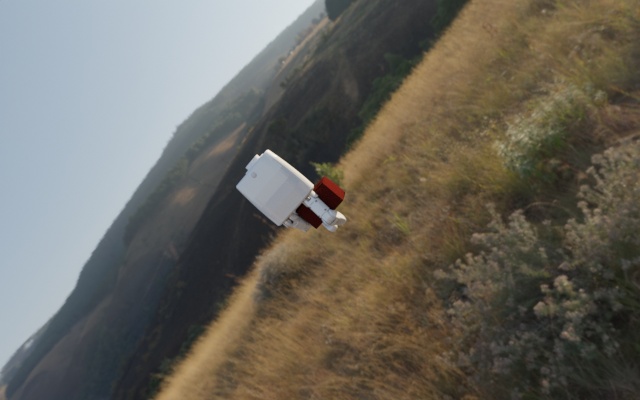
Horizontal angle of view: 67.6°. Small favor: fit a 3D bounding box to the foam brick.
[{"bbox_3d":[0.000,0.003,0.879,0.051,0.078,0.053,41,16,-7],"label":"foam brick"}]
